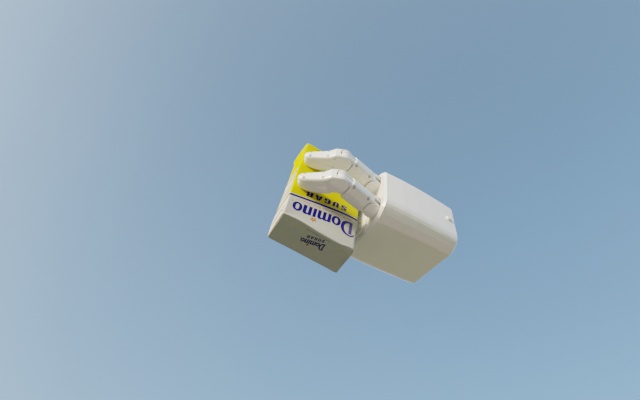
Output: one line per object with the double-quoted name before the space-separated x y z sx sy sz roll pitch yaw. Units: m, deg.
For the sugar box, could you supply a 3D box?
"sugar box" 0.001 0.002 0.597 0.093 0.048 0.176 29 29 -11
